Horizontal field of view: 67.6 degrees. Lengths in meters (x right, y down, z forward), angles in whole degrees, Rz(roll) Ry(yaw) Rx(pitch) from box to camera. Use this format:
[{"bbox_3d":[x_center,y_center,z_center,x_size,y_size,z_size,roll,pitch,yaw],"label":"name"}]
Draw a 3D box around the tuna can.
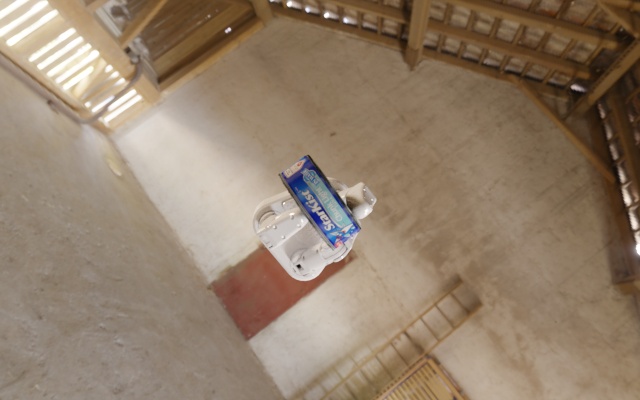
[{"bbox_3d":[0.001,0.001,0.433,0.034,0.086,0.086,-36,-1,1],"label":"tuna can"}]
